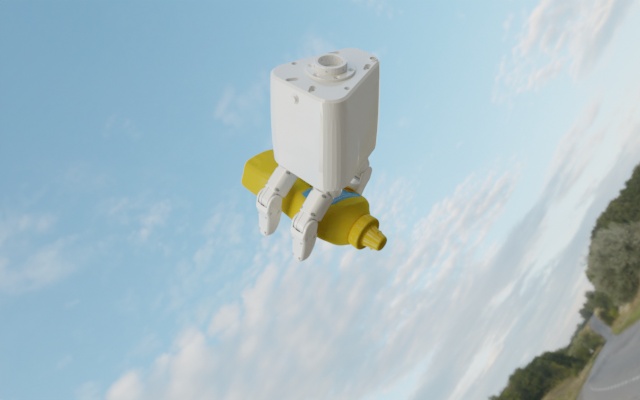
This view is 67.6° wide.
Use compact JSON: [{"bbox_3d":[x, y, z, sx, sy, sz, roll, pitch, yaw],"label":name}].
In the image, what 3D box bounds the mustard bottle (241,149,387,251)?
[{"bbox_3d":[0.000,0.002,0.570,0.191,0.058,0.096,33,29,31],"label":"mustard bottle"}]
